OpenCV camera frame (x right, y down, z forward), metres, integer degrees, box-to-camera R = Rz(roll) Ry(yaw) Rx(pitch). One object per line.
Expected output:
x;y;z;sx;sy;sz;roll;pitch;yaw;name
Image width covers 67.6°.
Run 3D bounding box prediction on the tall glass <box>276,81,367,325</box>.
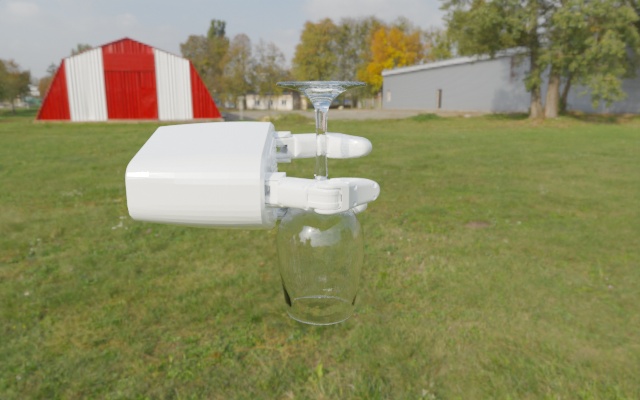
0.000;0.001;0.412;0.079;0.201;0.079;0;12;0;tall glass
